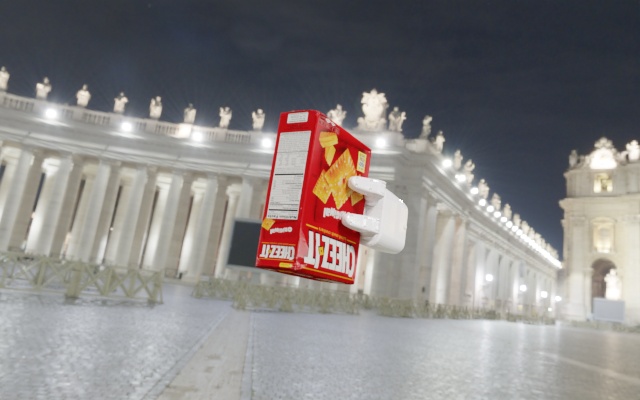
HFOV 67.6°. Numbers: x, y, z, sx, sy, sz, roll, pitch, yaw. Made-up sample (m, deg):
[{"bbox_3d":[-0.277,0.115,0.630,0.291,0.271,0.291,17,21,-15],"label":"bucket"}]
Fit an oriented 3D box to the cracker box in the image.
[{"bbox_3d":[0.000,0.002,0.675,0.072,0.213,0.164,0,-14,32],"label":"cracker box"}]
